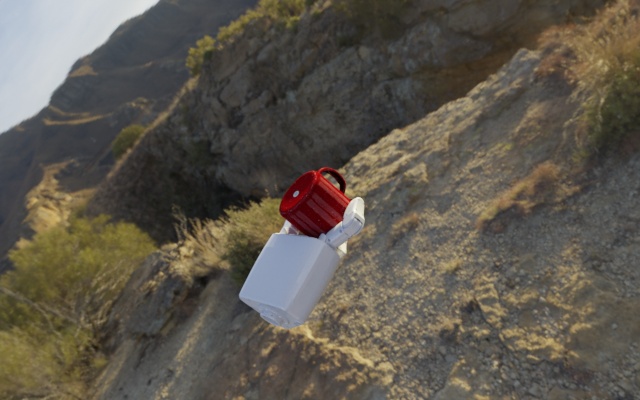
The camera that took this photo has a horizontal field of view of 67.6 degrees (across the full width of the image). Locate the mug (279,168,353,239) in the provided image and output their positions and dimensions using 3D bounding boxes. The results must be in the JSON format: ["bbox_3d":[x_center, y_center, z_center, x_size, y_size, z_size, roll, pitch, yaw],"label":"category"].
[{"bbox_3d":[0.001,0.001,0.695,0.081,0.117,0.093,40,-29,-22],"label":"mug"}]
